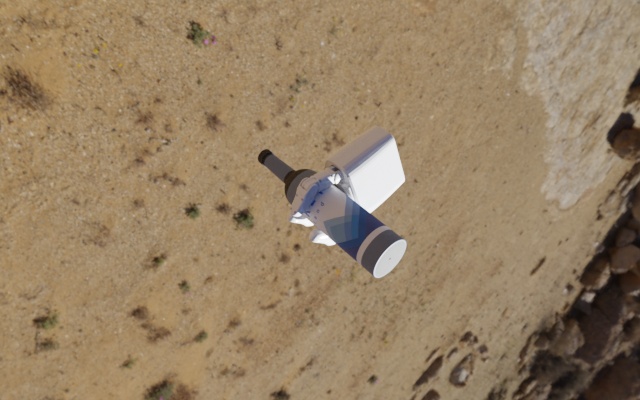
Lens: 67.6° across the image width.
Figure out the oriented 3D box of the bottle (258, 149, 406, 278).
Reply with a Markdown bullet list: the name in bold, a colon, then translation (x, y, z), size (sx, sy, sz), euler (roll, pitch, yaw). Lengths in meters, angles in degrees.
- **bottle**: translation (0.000, 0.003, 0.739), size (0.295, 0.069, 0.069), euler (39, 23, 32)
